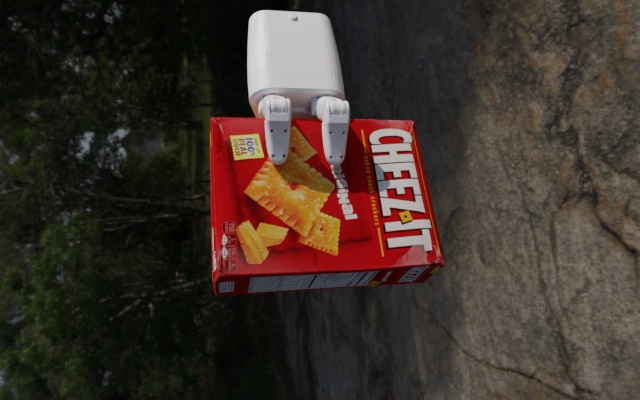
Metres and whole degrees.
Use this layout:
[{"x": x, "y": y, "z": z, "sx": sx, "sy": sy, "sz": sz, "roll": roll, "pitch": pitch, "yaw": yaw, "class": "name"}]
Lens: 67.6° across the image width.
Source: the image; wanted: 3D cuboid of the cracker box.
[{"x": 0.000, "y": 0.002, "z": 0.477, "sx": 0.214, "sy": 0.164, "sz": 0.072, "roll": -1, "pitch": -24, "yaw": -12, "class": "cracker box"}]
